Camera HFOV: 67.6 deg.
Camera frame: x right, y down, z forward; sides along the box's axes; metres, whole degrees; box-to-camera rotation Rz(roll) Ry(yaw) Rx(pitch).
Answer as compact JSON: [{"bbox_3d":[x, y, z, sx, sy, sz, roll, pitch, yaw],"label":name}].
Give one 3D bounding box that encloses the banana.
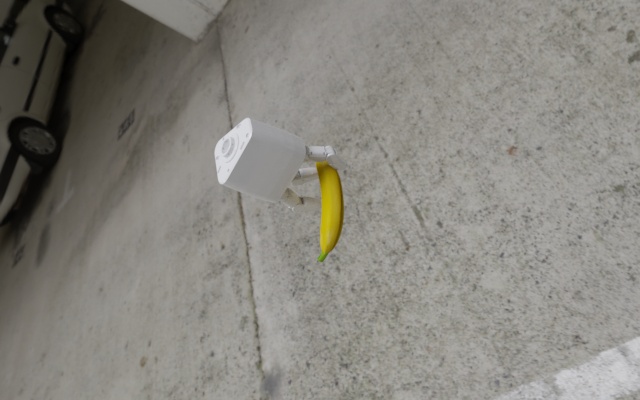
[{"bbox_3d":[0.012,0.002,0.818,0.037,0.197,0.069,15,-23,-37],"label":"banana"}]
